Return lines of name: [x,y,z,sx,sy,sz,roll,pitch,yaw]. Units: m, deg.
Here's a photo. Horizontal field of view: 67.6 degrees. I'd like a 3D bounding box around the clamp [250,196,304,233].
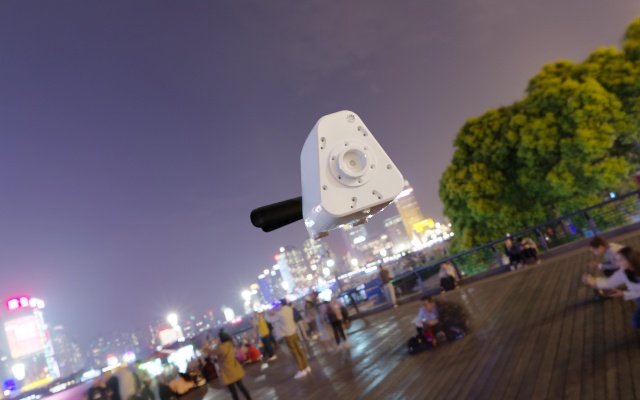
clamp: [0.000,0.001,0.680,0.210,0.036,0.164,-19,-4,-11]
